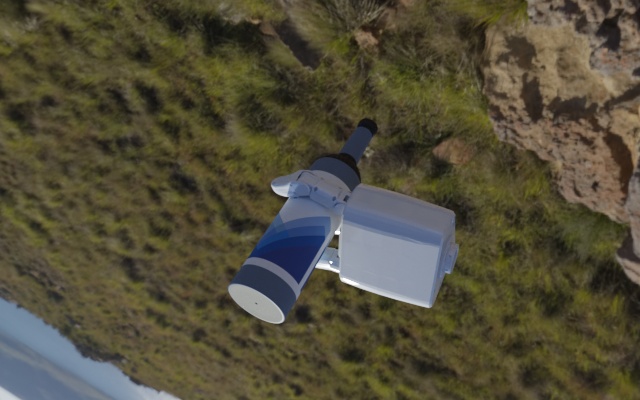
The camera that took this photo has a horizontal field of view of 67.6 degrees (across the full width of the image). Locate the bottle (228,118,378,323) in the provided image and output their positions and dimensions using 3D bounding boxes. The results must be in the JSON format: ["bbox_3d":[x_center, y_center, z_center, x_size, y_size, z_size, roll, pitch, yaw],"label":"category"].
[{"bbox_3d":[0.000,0.002,0.563,0.069,0.069,0.295,0,44,38],"label":"bottle"}]
